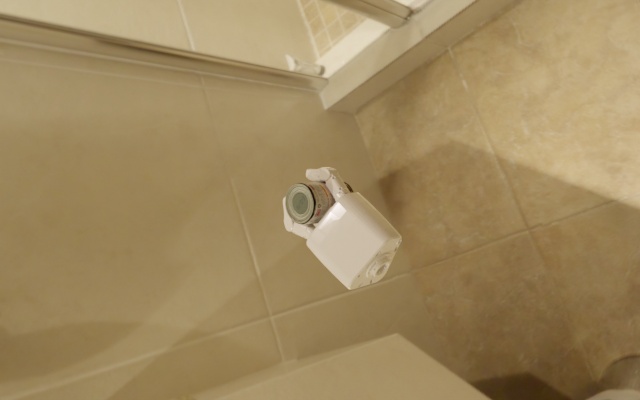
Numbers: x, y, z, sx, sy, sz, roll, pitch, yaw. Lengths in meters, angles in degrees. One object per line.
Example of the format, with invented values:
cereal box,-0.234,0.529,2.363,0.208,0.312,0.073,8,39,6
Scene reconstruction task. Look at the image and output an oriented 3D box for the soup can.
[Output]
soup can,0.000,0.002,0.792,0.068,0.068,0.102,0,3,43
